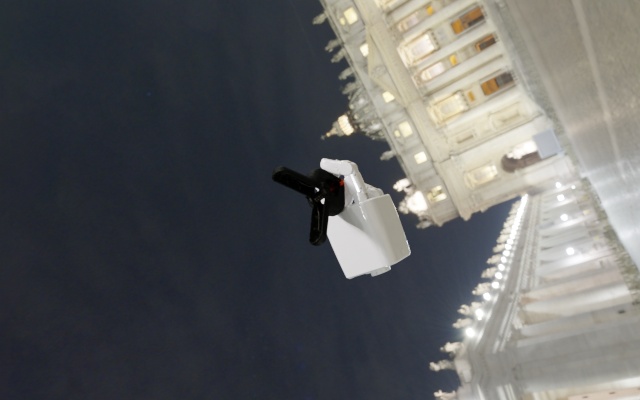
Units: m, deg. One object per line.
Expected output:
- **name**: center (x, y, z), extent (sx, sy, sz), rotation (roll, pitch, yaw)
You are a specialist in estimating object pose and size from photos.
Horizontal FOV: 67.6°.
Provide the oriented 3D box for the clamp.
- **clamp**: center (0.000, 0.002, 0.709), extent (0.039, 0.120, 0.171), rotation (-24, -6, 29)
